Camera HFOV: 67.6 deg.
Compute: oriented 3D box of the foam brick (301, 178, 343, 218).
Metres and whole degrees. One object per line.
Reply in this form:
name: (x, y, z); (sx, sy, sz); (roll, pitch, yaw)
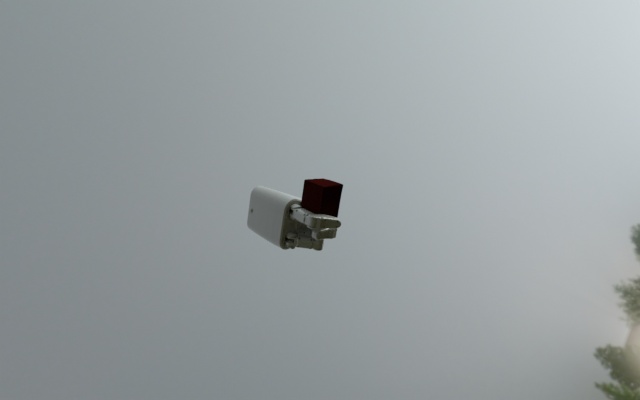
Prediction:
foam brick: (0.000, 0.003, 0.862); (0.053, 0.078, 0.051); (-6, 22, -45)
